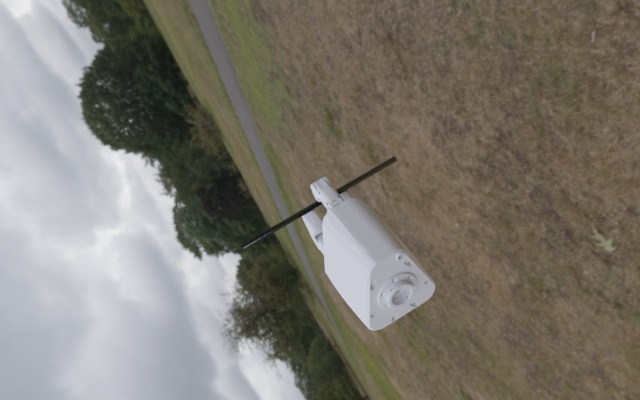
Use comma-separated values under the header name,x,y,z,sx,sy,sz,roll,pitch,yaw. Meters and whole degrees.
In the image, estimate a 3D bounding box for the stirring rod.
name,x,y,z,sx,sy,sz,roll,pitch,yaw
stirring rod,0.000,0.002,0.643,0.239,0.011,0.011,-30,4,-8
